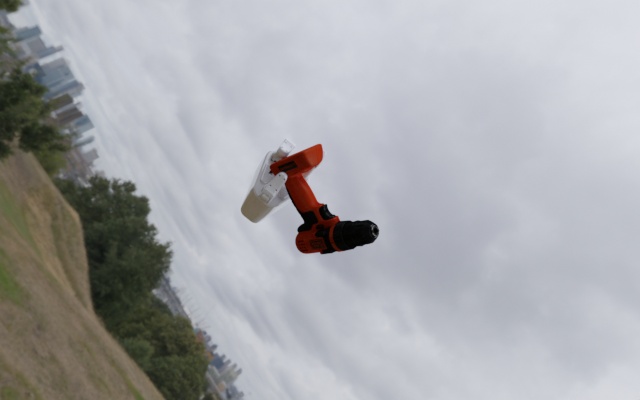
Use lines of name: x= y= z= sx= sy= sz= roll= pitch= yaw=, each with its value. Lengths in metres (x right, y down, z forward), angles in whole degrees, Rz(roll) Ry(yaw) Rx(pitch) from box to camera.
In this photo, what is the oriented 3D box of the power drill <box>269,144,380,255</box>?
power drill: x=0.000 y=0.002 z=0.818 sx=0.184 sy=0.187 sz=0.057 roll=-15 pitch=10 yaw=44
